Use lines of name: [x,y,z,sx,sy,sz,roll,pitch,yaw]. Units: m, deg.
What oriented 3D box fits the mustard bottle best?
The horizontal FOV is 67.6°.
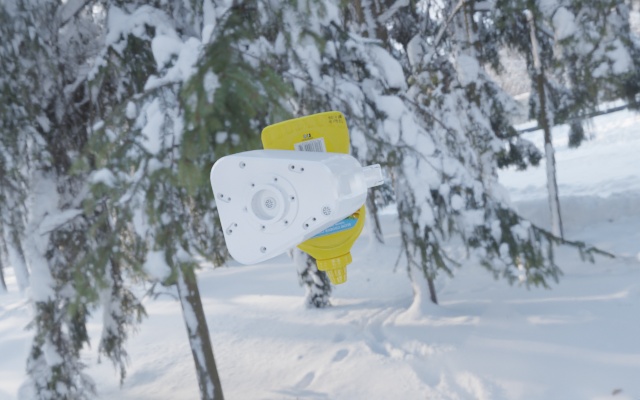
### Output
mustard bottle: [0.000,0.002,0.544,0.096,0.191,0.058,-14,3,-7]
